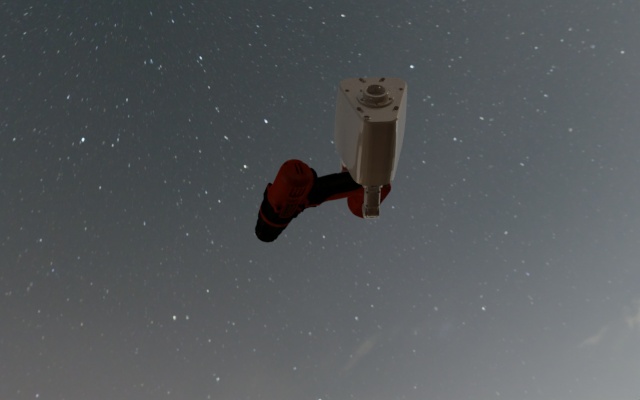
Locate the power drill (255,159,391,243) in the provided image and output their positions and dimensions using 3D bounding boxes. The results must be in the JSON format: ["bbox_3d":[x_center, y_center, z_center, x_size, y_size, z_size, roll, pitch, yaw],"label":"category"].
[{"bbox_3d":[0.001,0.002,0.731,0.187,0.057,0.184,-8,-28,-28],"label":"power drill"}]
